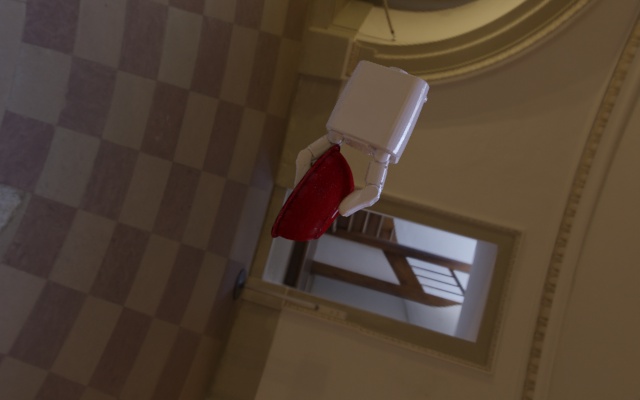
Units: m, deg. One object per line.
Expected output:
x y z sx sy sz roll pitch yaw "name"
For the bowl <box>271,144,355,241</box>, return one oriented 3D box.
0.000 0.004 0.673 0.055 0.162 0.162 36 5 7 "bowl"
